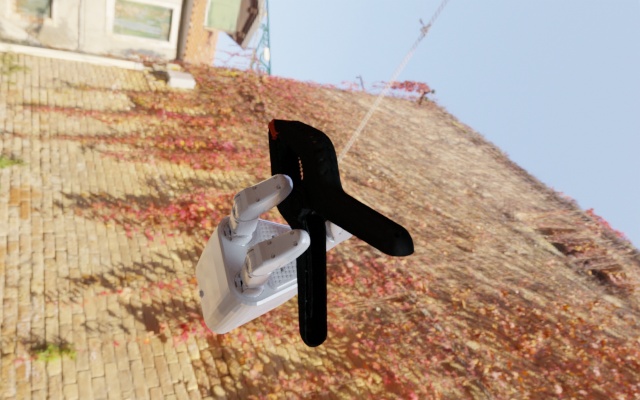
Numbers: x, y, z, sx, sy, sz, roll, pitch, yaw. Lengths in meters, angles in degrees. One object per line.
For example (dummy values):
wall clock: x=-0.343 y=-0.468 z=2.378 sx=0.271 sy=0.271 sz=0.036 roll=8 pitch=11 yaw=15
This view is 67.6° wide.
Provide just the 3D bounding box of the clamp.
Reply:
clamp: x=0.001 y=0.001 z=0.412 sx=0.036 sy=0.210 sz=0.165 roll=0 pitch=-30 yaw=-32
